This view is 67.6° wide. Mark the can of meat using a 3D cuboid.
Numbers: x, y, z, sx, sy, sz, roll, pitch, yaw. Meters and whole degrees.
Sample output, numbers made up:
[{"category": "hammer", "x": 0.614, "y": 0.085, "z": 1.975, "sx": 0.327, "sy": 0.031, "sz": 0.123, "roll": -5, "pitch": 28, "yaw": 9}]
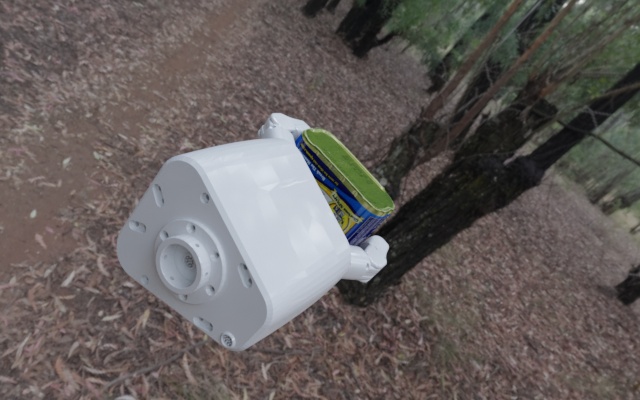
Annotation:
[{"category": "can of meat", "x": 0.000, "y": 0.001, "z": 0.404, "sx": 0.084, "sy": 0.102, "sz": 0.057, "roll": -48, "pitch": -15, "yaw": 25}]
